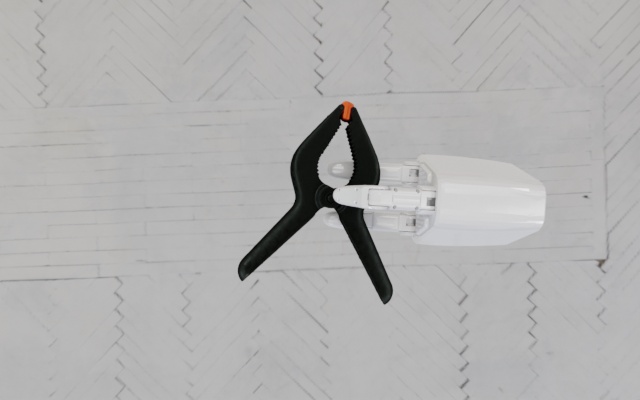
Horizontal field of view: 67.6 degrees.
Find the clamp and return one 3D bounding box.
[{"bbox_3d":[0.000,0.001,0.499,0.164,0.210,0.036,3,2,-5],"label":"clamp"}]
